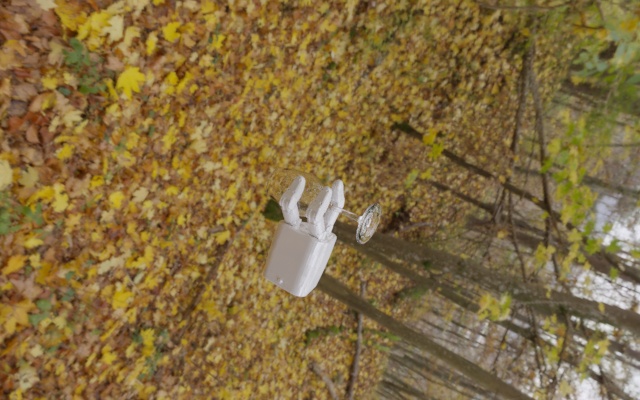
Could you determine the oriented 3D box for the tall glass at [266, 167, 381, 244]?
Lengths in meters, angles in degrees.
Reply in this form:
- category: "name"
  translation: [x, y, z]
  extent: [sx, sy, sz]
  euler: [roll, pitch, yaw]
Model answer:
- category: "tall glass"
  translation: [0.001, 0.003, 0.830]
  extent: [0.201, 0.079, 0.079]
  euler: [24, 12, 28]
